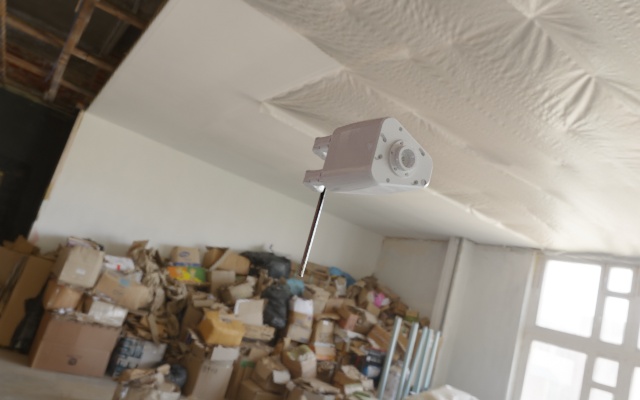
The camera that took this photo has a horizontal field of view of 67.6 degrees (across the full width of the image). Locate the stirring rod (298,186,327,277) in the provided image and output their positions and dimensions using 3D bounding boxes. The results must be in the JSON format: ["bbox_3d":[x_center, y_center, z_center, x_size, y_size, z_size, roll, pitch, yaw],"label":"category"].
[{"bbox_3d":[0.000,0.003,0.757,0.011,0.239,0.011,15,-12,3],"label":"stirring rod"}]
